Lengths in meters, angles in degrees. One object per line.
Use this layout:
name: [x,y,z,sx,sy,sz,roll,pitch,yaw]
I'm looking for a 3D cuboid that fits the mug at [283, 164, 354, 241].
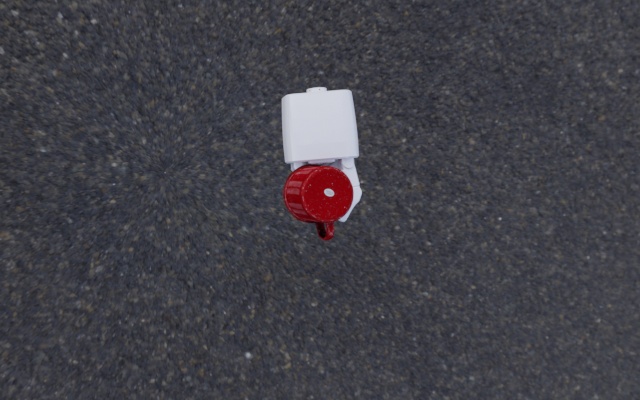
mug: [0.000,0.004,0.710,0.093,0.117,0.081,-8,4,-17]
